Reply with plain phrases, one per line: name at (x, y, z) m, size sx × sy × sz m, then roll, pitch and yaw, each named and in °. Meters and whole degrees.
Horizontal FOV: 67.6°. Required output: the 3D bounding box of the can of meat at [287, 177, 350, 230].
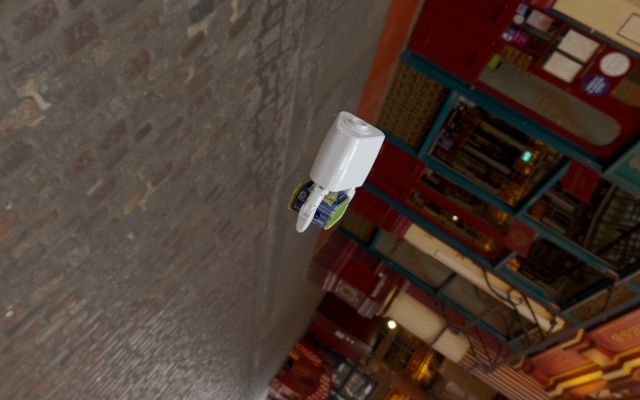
can of meat at (0.000, 0.003, 0.891) m, size 0.084 × 0.057 × 0.102 m, roll 32°, pitch 25°, yaw 11°
